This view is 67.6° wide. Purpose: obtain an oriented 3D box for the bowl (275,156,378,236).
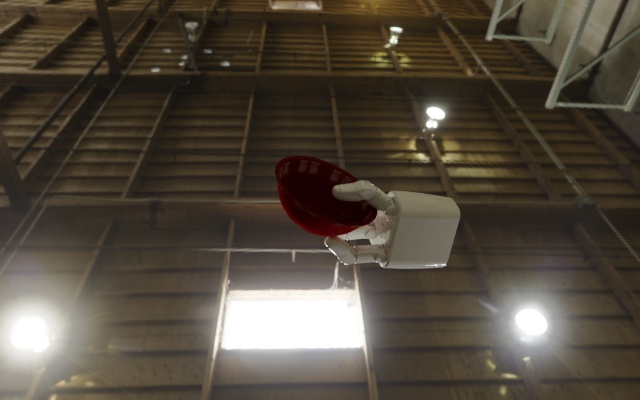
[{"bbox_3d":[-0.001,0.002,0.700,0.162,0.055,0.162,21,31,-13],"label":"bowl"}]
